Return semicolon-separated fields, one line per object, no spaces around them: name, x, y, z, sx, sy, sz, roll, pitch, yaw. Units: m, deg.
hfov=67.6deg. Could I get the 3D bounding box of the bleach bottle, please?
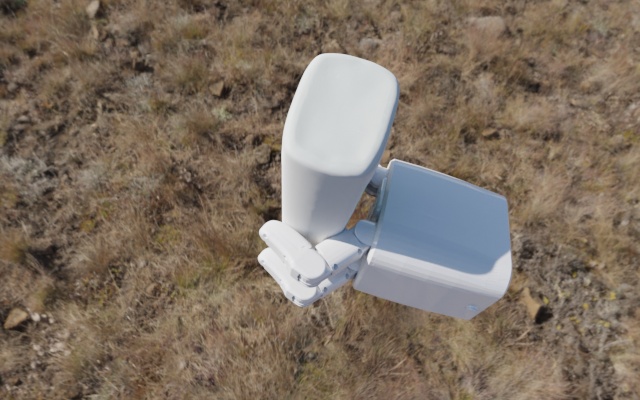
bleach bottle;0.000;0.001;0.414;0.068;0.102;0.251;17;-29;2
